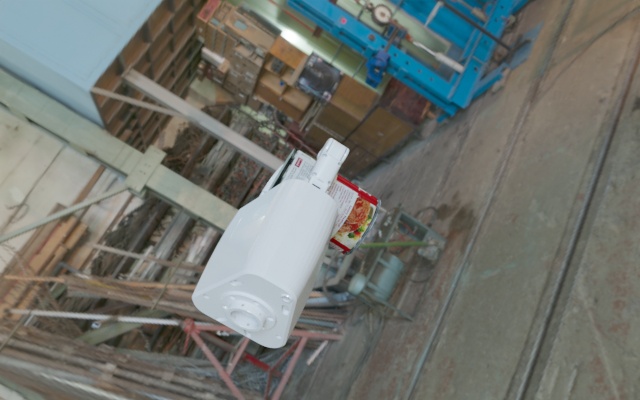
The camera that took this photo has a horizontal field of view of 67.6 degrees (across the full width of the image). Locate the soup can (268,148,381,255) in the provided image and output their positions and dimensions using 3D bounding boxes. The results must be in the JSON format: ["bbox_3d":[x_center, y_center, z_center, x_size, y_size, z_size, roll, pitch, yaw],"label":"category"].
[{"bbox_3d":[0.000,0.001,0.485,0.102,0.068,0.068,31,-5,-8],"label":"soup can"}]
